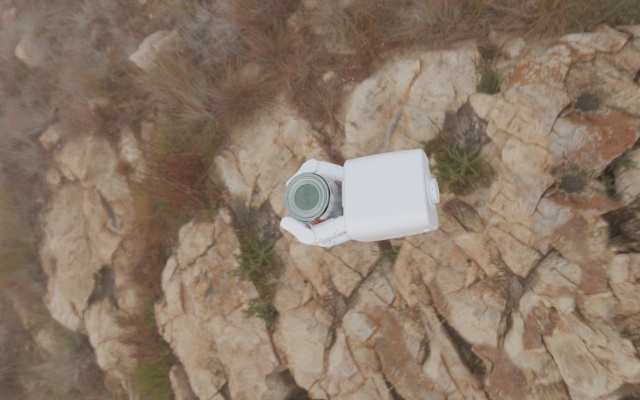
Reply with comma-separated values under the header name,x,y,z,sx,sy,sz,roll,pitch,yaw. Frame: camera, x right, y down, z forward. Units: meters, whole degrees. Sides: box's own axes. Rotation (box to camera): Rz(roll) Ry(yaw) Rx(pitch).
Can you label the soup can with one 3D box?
name,x,y,z,sx,sy,sz,roll,pitch,yaw
soup can,0.000,0.002,0.668,0.068,0.068,0.102,0,-8,22
